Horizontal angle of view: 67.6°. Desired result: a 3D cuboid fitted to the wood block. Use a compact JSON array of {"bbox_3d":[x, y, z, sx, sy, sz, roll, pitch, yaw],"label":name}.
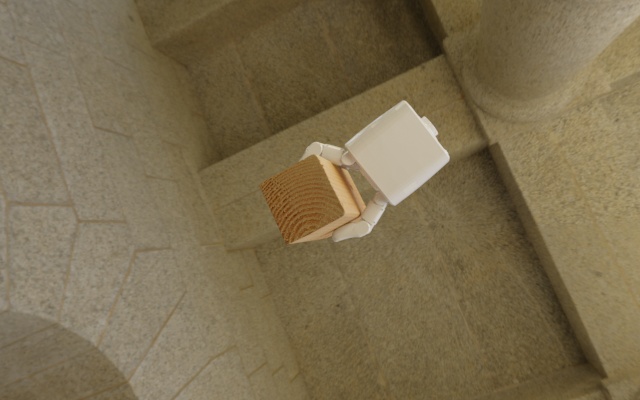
[{"bbox_3d":[0.001,0.002,0.707,0.090,0.091,0.206,-28,-9,12],"label":"wood block"}]
